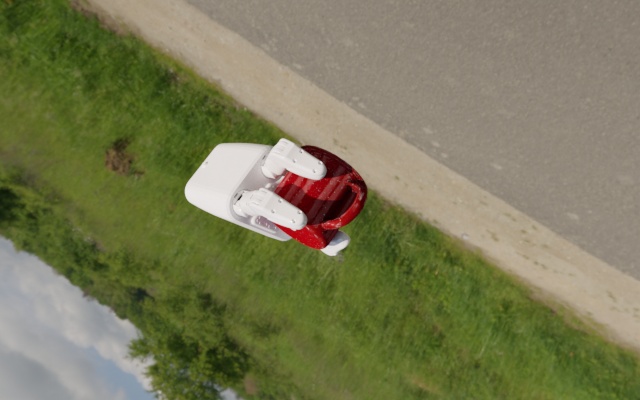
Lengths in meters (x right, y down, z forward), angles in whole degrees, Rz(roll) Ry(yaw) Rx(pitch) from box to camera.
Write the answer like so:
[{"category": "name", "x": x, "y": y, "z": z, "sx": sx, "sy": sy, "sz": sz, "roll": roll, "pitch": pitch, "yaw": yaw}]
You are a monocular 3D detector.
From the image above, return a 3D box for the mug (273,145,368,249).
[{"category": "mug", "x": 0.001, "y": 0.002, "z": 0.516, "sx": 0.117, "sy": 0.081, "sz": 0.093, "roll": 13, "pitch": -27, "yaw": 47}]
